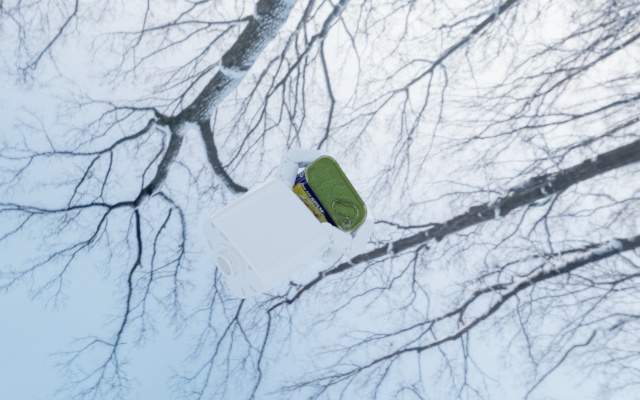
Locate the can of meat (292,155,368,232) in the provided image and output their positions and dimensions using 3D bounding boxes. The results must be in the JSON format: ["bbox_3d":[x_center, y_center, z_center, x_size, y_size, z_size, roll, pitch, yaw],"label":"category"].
[{"bbox_3d":[0.000,0.002,0.640,0.057,0.102,0.084,-38,6,-37],"label":"can of meat"}]
